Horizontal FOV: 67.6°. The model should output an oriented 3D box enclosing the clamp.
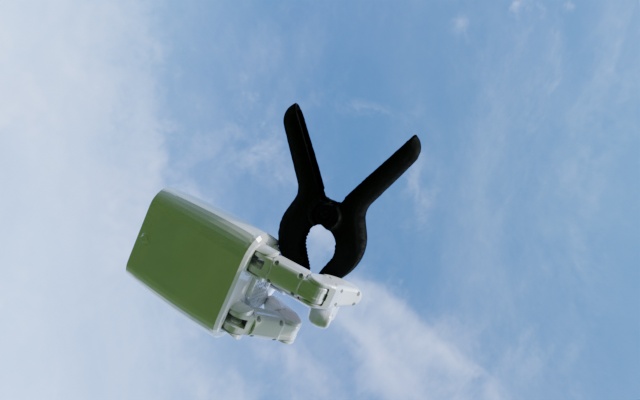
[{"bbox_3d":[0.000,0.002,0.418,0.120,0.171,0.039,27,8,16],"label":"clamp"}]
